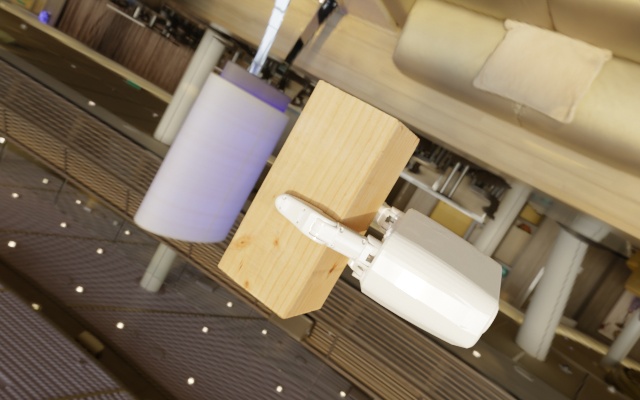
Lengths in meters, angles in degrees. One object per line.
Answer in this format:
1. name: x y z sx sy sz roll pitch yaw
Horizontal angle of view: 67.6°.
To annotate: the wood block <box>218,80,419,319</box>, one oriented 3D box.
1. wood block: 0.000 0.002 0.475 0.090 0.206 0.091 33 8 23
